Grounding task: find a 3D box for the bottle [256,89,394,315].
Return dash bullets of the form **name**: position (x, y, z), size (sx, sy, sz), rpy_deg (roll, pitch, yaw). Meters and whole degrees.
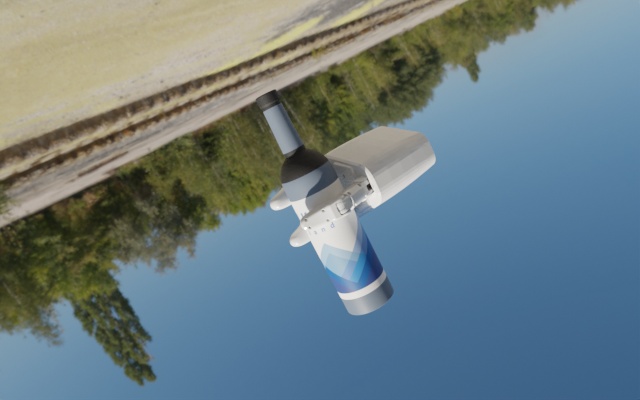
- **bottle**: position (0.000, 0.002, 0.596), size (0.069, 0.296, 0.069), rpy_deg (-26, 11, 6)
